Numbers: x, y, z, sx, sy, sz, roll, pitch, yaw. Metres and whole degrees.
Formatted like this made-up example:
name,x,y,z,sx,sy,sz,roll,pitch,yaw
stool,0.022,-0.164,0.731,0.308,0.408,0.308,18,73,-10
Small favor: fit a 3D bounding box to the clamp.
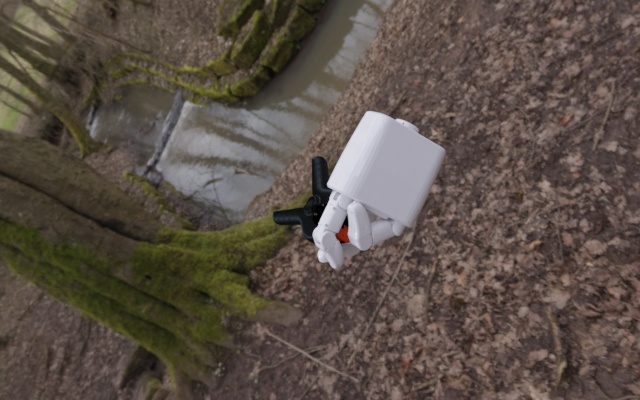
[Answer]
name,x,y,z,sx,sy,sz,roll,pitch,yaw
clamp,0.000,0.002,0.661,0.039,0.120,0.171,26,2,-36
